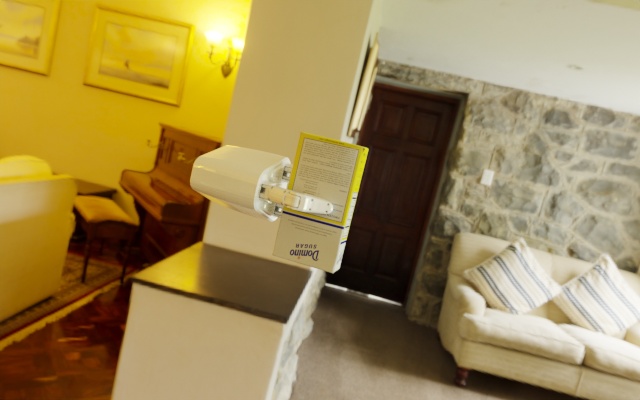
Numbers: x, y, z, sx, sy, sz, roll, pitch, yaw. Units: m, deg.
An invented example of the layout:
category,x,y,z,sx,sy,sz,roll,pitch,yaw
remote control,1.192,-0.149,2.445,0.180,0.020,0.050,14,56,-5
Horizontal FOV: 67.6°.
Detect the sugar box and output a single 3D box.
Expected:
category,x,y,z,sx,sy,sz,roll,pitch,yaw
sugar box,0.000,0.002,0.662,0.093,0.176,0.048,15,7,15
